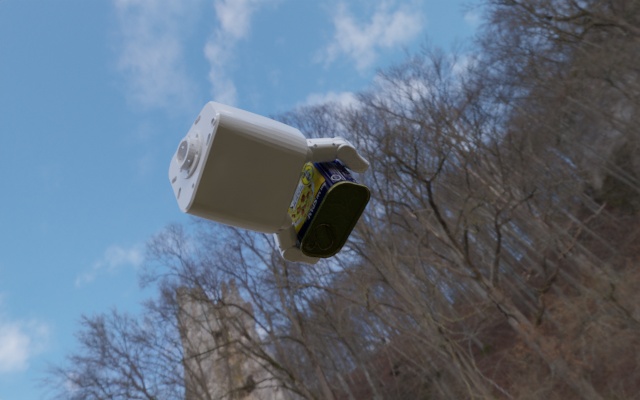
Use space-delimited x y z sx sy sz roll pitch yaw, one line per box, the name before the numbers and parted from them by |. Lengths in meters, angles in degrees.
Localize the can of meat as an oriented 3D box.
can of meat | 0.000 0.002 0.561 0.057 0.102 0.084 11 27 -35
